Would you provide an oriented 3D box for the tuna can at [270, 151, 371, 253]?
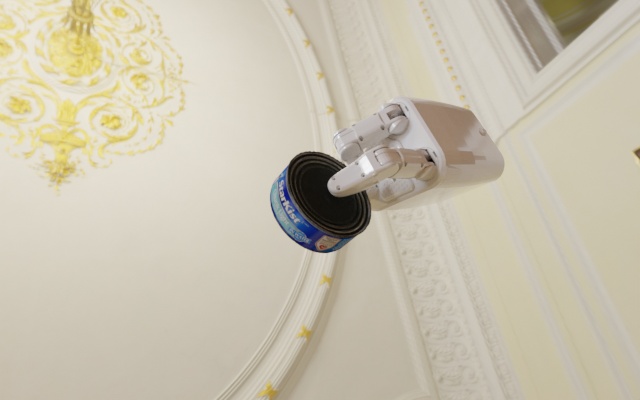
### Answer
[{"bbox_3d":[0.000,0.002,0.412,0.086,0.086,0.034,0,-32,-40],"label":"tuna can"}]
